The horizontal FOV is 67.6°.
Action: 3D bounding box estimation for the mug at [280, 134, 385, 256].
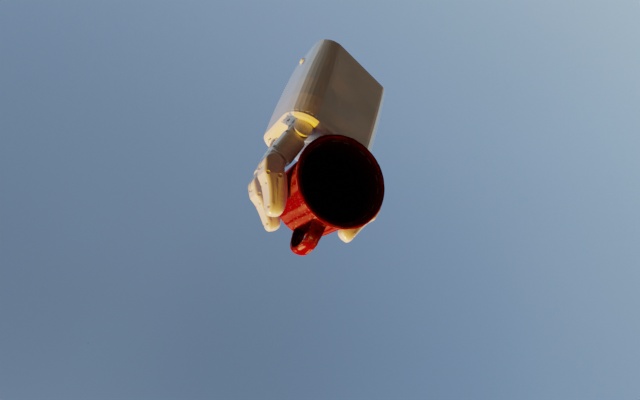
[{"bbox_3d":[0.000,0.003,0.475,0.093,0.117,0.081,27,-24,-17],"label":"mug"}]
